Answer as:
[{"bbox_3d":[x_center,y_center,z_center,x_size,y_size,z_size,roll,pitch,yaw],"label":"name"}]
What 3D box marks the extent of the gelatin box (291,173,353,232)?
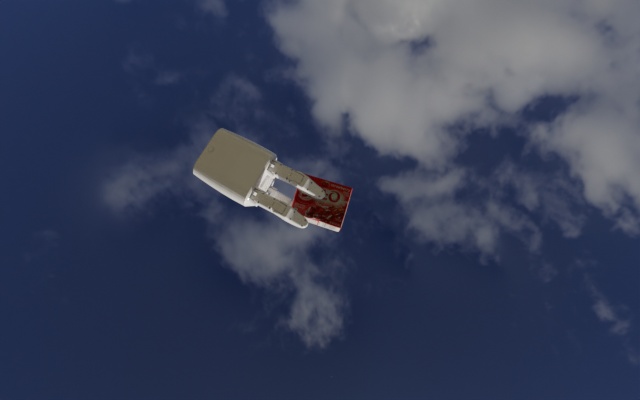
[{"bbox_3d":[0.000,0.003,0.790,0.089,0.073,0.030,18,-17,-1],"label":"gelatin box"}]
